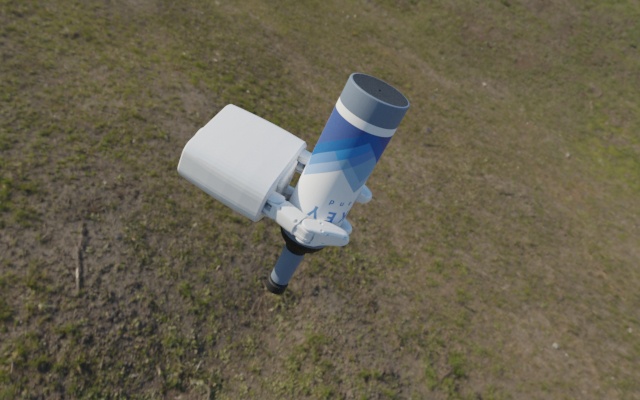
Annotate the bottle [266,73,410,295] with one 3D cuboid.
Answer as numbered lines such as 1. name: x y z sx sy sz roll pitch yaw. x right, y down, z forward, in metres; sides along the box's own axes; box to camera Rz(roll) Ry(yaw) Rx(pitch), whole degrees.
1. bottle: 0.000 0.002 0.548 0.069 0.296 0.069 20 32 -13
